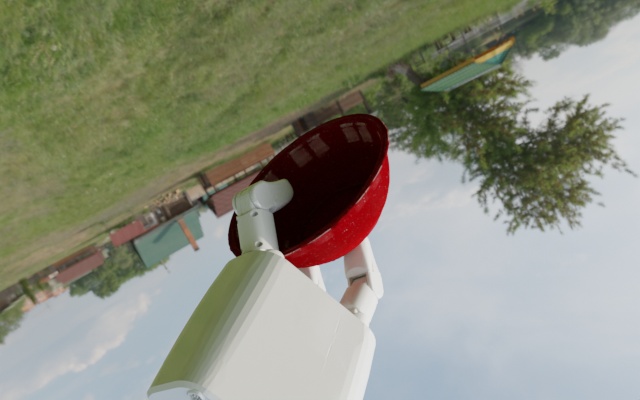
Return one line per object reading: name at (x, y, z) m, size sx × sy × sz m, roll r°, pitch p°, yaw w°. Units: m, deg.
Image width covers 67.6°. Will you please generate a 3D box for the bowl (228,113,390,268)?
bowl at (0.001, 0.001, 0.405) m, size 0.162 × 0.162 × 0.055 m, roll 0°, pitch -40°, yaw 50°
